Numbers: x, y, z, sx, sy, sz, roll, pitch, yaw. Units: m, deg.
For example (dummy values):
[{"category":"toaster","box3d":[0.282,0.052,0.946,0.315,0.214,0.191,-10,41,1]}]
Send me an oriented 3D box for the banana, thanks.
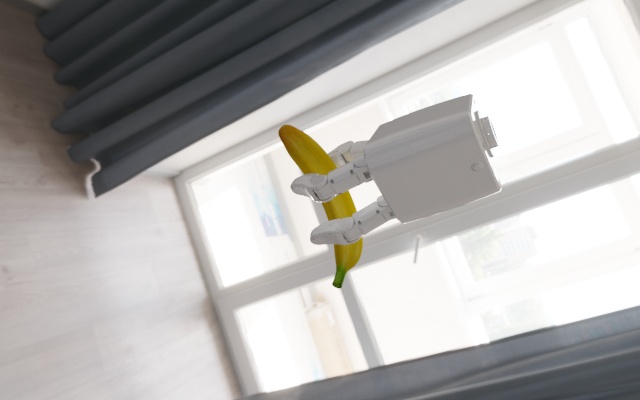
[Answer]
[{"category":"banana","box3d":[0.010,-0.001,0.558,0.037,0.198,0.069,-15,11,32]}]
